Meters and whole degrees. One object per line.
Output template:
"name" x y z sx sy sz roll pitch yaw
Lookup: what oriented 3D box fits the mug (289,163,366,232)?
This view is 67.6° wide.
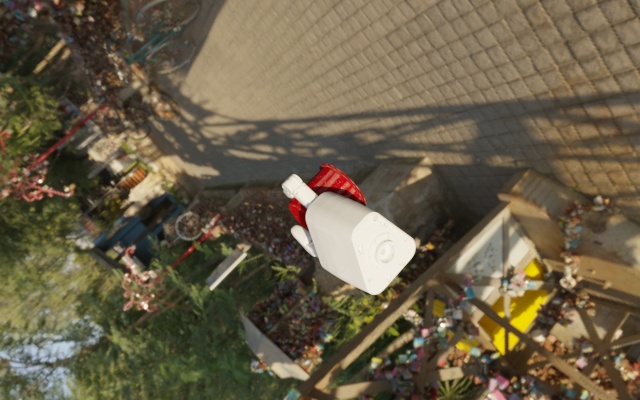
"mug" -0.001 0.002 0.725 0.117 0.081 0.093 24 -25 51
